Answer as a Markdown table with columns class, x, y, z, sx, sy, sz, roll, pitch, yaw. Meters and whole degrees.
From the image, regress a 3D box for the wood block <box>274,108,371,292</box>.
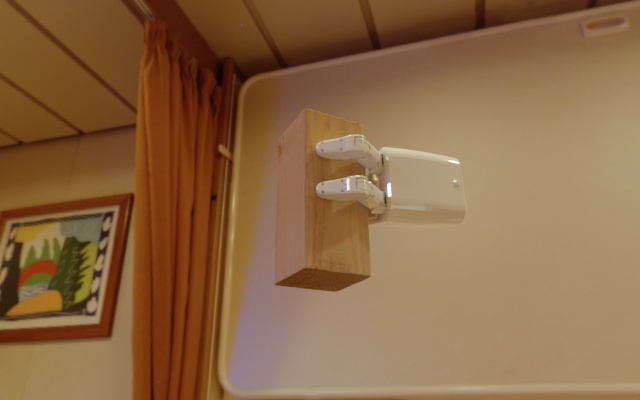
| class | x | y | z | sx | sy | sz | roll | pitch | yaw |
| --- | --- | --- | --- | --- | --- | --- | --- | --- | --- |
| wood block | 0.000 | 0.002 | 0.608 | 0.090 | 0.206 | 0.091 | 11 | -26 | -25 |
